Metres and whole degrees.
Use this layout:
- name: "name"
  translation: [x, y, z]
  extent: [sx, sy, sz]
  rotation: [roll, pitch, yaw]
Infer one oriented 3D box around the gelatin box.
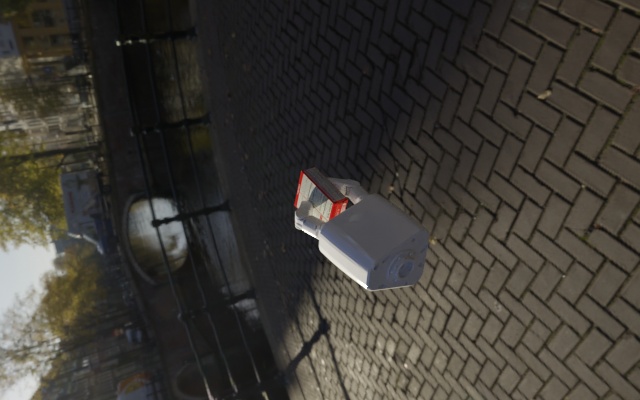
- name: "gelatin box"
  translation: [0.000, 0.002, 0.740]
  extent: [0.030, 0.073, 0.089]
  rotation: [-20, 50, -33]
